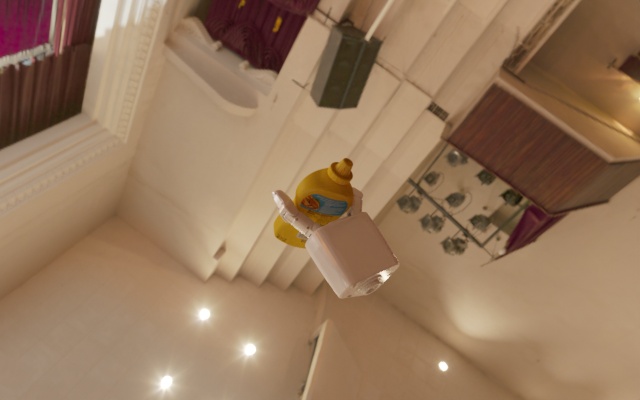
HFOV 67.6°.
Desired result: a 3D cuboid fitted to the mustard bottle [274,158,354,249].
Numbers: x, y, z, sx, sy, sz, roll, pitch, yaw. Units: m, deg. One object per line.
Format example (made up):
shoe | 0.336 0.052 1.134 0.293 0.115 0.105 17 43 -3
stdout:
mustard bottle | 0.000 0.003 0.796 0.096 0.058 0.192 15 -48 -24
